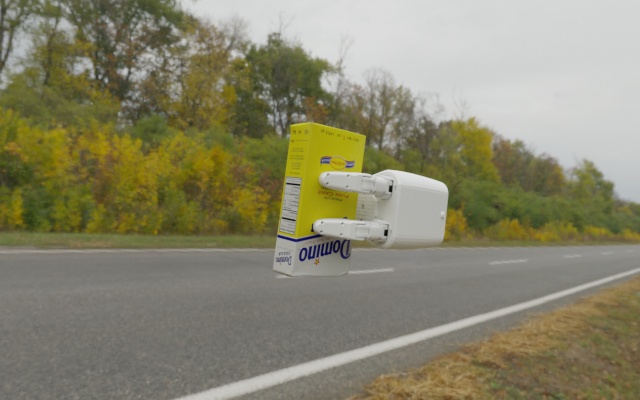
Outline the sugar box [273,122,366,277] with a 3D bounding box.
[{"bbox_3d":[0.001,0.002,0.574,0.093,0.176,0.048,6,-1,-40],"label":"sugar box"}]
